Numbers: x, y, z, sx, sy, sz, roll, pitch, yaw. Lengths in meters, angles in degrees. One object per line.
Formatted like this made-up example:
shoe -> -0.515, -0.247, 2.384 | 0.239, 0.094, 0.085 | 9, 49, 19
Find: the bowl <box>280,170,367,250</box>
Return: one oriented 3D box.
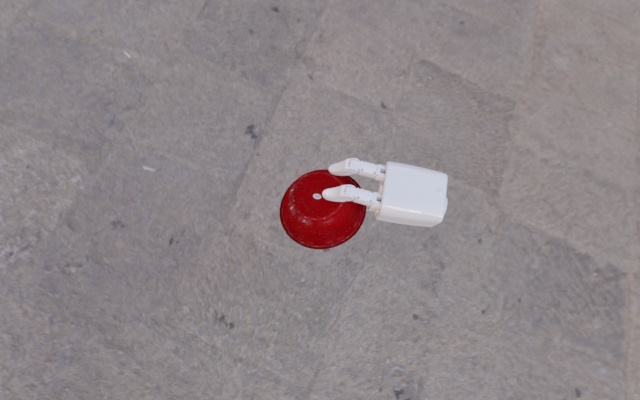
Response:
bowl -> -0.001, 0.003, 0.852 | 0.162, 0.162, 0.055 | 0, -26, 10
